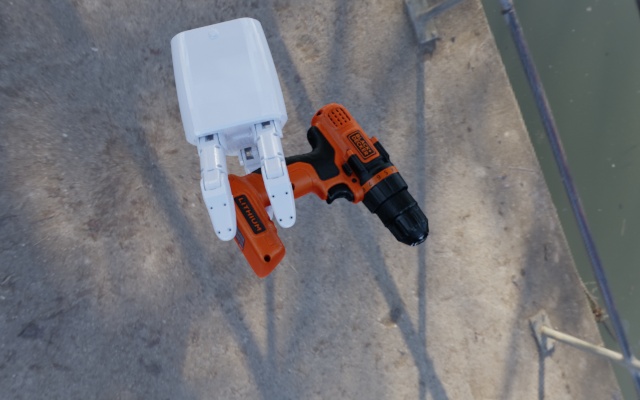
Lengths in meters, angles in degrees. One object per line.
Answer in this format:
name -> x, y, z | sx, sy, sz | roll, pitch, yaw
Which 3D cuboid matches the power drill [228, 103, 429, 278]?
power drill -> 0.000, 0.002, 0.496 | 0.187, 0.184, 0.057 | -29, -17, -24
